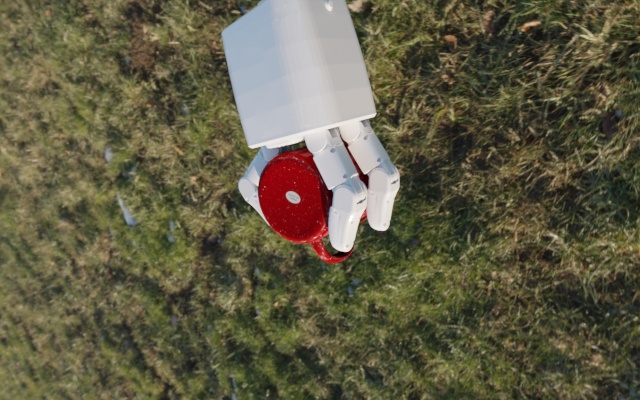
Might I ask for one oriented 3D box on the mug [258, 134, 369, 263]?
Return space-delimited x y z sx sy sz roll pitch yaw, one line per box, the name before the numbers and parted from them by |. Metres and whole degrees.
mug | 0.000 0.003 0.442 0.093 0.117 0.081 -10 9 37
